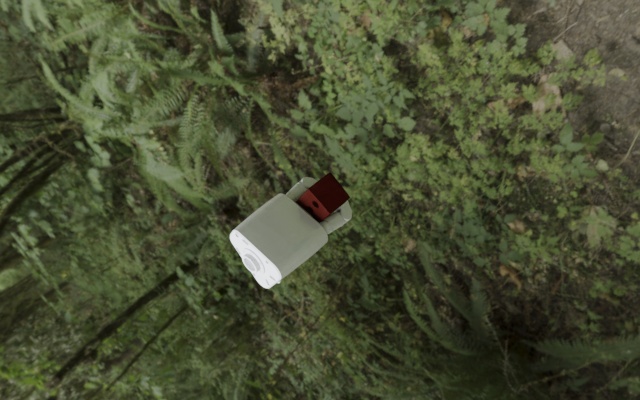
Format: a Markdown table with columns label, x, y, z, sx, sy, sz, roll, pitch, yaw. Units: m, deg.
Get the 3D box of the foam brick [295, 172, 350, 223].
| label | x | y | z | sx | sy | sz | roll | pitch | yaw |
| --- | --- | --- | --- | --- | --- | --- | --- | --- | --- |
| foam brick | 0.000 | 0.002 | 0.763 | 0.051 | 0.053 | 0.078 | -37 | -4 | -33 |
